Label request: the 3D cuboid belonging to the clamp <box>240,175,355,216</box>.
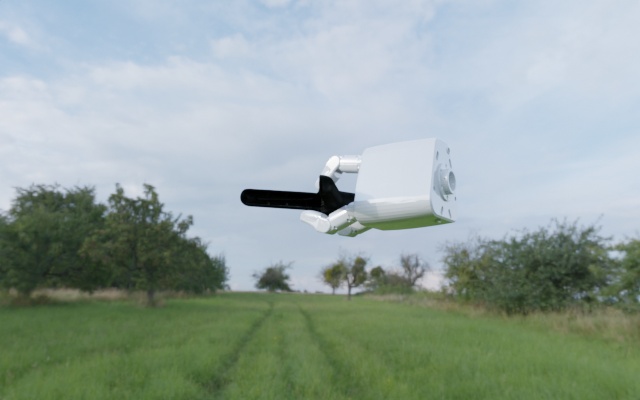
[{"bbox_3d":[0.001,0.002,0.699,0.164,0.036,0.210,-5,-12,36],"label":"clamp"}]
